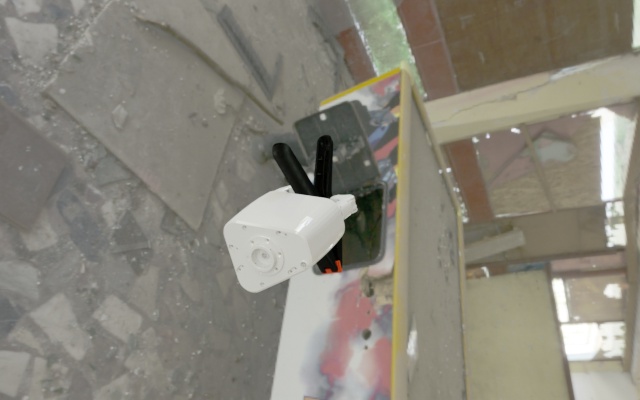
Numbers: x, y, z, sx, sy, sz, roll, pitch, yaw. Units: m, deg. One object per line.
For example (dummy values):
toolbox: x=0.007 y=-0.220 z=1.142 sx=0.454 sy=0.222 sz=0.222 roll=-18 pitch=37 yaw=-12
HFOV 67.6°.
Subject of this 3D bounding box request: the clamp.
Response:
clamp: x=0.001 y=0.003 z=0.702 sx=0.036 sy=0.210 sz=0.164 roll=-9 pitch=14 yaw=27
